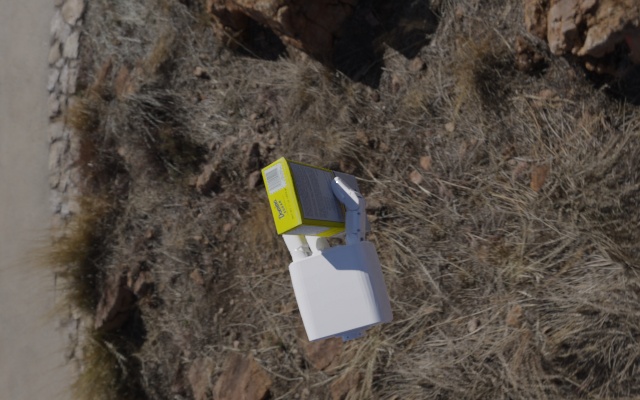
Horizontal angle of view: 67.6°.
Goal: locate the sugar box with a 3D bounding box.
[{"bbox_3d":[0.000,0.002,0.663,0.048,0.093,0.176,-25,-20,28],"label":"sugar box"}]
